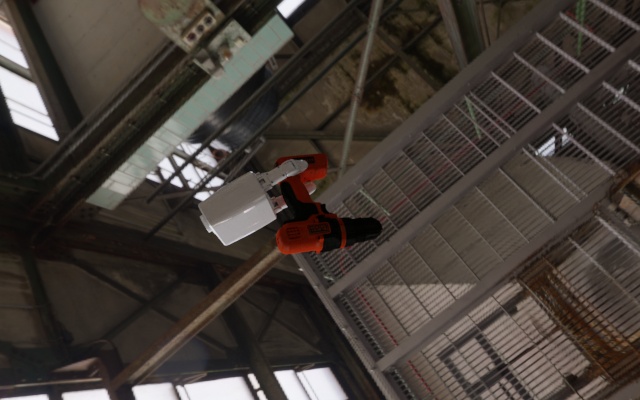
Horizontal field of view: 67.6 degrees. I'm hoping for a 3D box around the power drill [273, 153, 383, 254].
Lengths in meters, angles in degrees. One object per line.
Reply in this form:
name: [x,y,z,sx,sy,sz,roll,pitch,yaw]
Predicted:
power drill: [0.000,0.002,0.840,0.184,0.187,0.057,-6,-37,-18]
